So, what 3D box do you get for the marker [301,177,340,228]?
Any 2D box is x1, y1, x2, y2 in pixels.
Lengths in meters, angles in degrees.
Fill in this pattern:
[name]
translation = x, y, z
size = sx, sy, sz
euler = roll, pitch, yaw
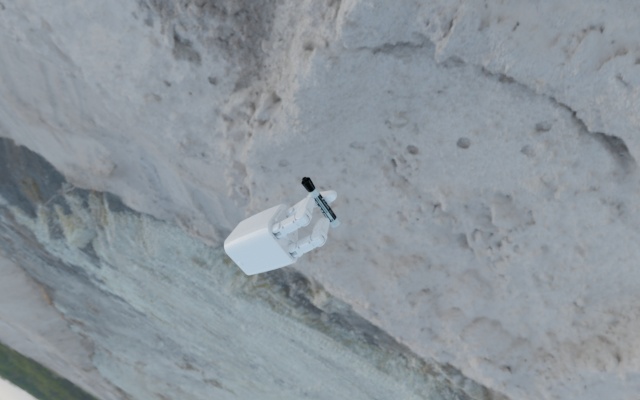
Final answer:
[marker]
translation = 0.000, 0.003, 0.878
size = 0.020, 0.020, 0.121
euler = 0, -44, 44
